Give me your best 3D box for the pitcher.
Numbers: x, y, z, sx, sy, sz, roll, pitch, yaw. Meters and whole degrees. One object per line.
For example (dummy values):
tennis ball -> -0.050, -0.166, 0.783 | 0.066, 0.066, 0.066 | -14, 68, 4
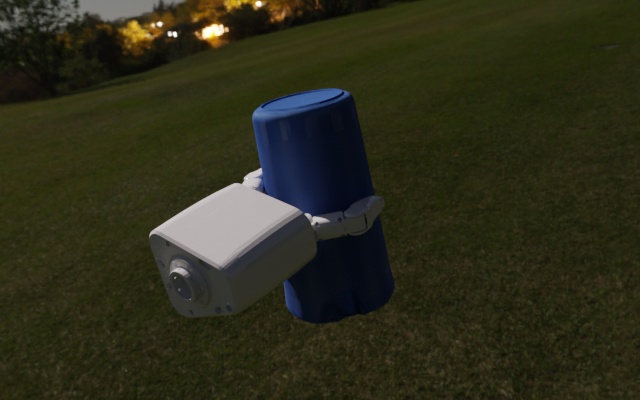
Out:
pitcher -> 0.000, 0.002, 0.547 | 0.149, 0.243, 0.145 | 7, 28, 38
